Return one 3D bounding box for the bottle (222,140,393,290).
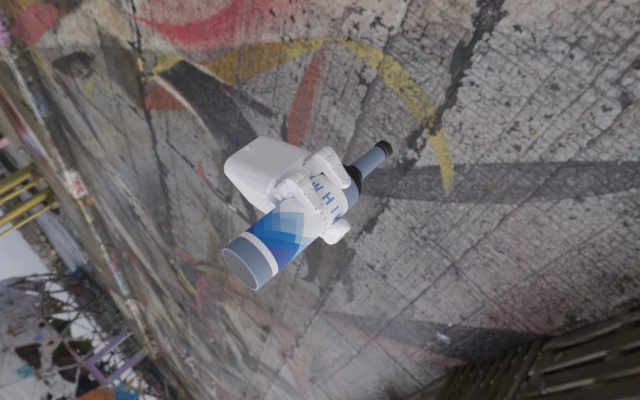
[{"bbox_3d":[0.000,0.002,0.657,0.295,0.069,0.069,-40,21,-28],"label":"bottle"}]
